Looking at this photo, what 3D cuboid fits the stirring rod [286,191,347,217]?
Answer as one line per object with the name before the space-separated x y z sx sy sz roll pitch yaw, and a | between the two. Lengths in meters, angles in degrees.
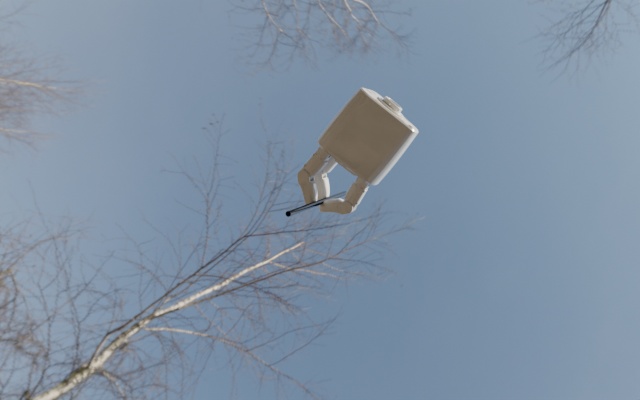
stirring rod | 0.000 0.003 0.766 0.011 0.011 0.239 0 8 22
